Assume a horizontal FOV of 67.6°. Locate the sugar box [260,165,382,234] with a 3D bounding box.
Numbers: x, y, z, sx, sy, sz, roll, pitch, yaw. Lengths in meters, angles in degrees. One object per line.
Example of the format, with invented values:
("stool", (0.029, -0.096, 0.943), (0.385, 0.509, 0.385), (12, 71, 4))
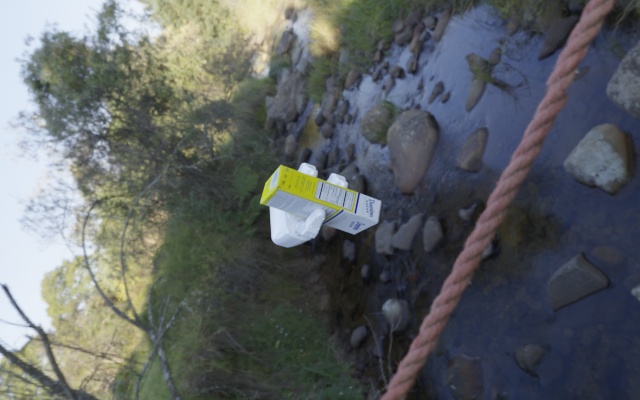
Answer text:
("sugar box", (0.000, 0.002, 0.777), (0.176, 0.048, 0.093), (17, -21, -17))
